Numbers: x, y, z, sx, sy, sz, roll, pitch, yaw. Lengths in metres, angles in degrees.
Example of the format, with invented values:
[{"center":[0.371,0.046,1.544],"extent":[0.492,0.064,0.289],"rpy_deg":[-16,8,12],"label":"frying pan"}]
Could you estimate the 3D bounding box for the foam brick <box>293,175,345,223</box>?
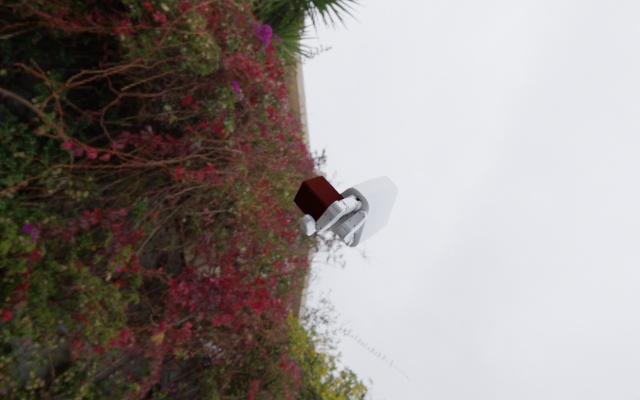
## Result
[{"center":[0.000,0.003,0.856],"extent":[0.051,0.078,0.053],"rpy_deg":[-24,-25,-44],"label":"foam brick"}]
